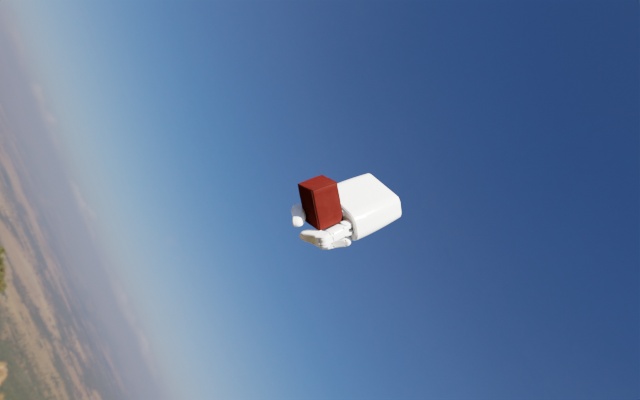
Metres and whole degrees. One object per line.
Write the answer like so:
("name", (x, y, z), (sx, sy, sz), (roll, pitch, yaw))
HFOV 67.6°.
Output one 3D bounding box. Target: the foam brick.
("foam brick", (0.000, 0.003, 0.828), (0.051, 0.078, 0.053), (-22, 28, -23))
